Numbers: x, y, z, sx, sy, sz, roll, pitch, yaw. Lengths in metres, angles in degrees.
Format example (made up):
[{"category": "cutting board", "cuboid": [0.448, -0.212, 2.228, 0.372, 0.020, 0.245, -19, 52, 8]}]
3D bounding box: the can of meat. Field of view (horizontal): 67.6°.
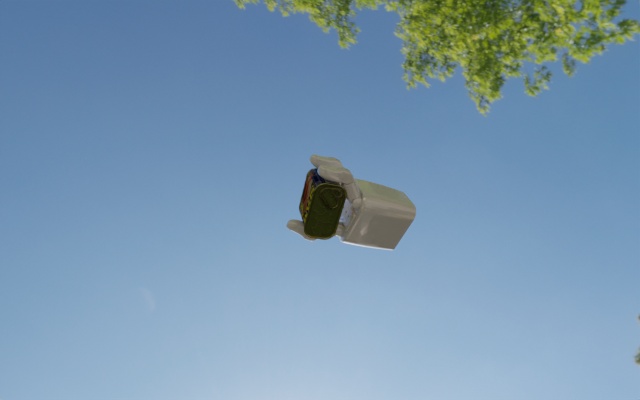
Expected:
[{"category": "can of meat", "cuboid": [0.000, 0.003, 0.827, 0.057, 0.102, 0.084, 9, 23, -16]}]
